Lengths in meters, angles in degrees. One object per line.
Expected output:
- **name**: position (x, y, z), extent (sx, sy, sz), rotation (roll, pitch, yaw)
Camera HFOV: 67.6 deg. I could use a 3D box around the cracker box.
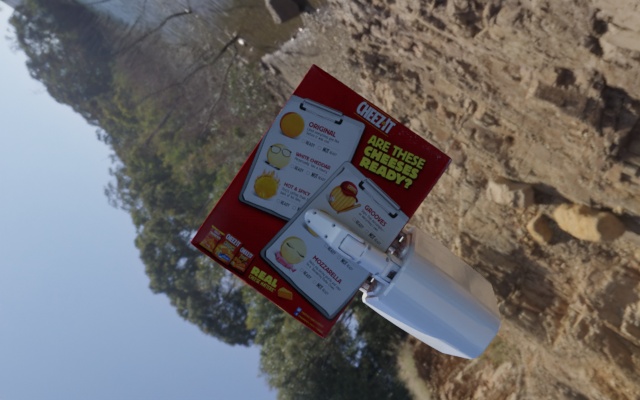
- **cracker box**: position (0.000, 0.002, 0.488), extent (0.164, 0.214, 0.072), rotation (35, 2, 1)
